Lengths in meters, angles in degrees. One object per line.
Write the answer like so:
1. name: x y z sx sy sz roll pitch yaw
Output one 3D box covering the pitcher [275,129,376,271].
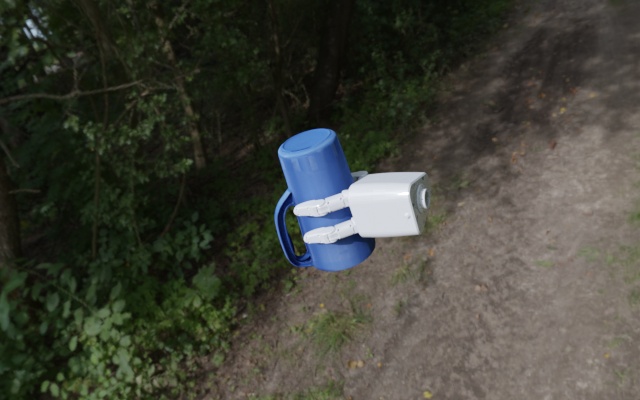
1. pitcher: 0.000 0.003 0.871 0.145 0.243 0.149 -3 30 30
